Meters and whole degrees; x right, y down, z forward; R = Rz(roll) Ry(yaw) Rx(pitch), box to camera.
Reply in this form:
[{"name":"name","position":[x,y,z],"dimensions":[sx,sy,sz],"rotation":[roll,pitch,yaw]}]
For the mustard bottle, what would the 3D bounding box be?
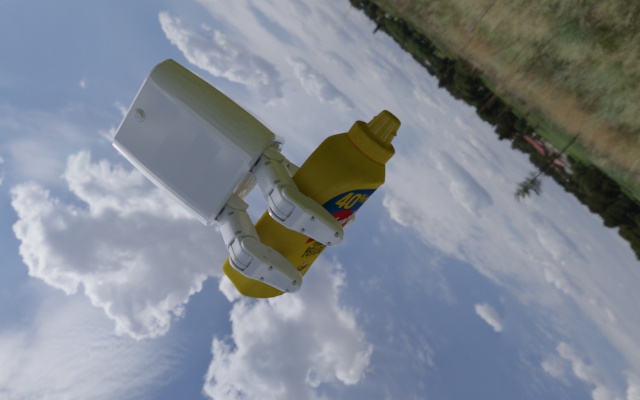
[{"name":"mustard bottle","position":[0.000,0.002,0.411],"dimensions":[0.058,0.192,0.096],"rotation":[48,24,21]}]
